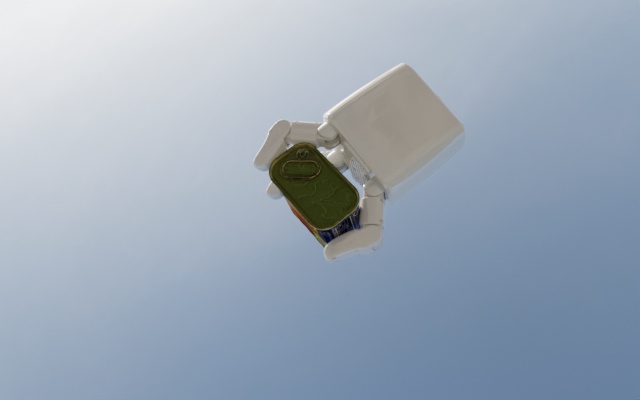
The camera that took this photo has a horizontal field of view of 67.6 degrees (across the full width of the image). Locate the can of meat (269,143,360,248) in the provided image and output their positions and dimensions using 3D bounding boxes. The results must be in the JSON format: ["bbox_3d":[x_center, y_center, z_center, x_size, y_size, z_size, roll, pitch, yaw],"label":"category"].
[{"bbox_3d":[0.000,0.002,0.506,0.057,0.102,0.084,-39,-28,-8],"label":"can of meat"}]
